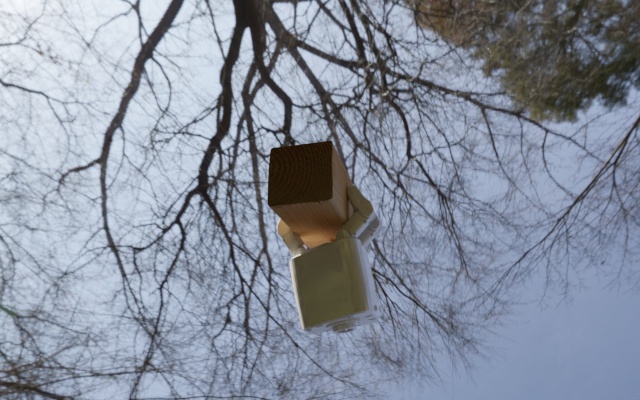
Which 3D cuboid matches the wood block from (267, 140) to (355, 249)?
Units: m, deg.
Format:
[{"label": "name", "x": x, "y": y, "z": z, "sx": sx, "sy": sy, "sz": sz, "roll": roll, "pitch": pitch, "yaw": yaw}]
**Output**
[{"label": "wood block", "x": 0.000, "y": 0.003, "z": 0.718, "sx": 0.091, "sy": 0.090, "sz": 0.206, "roll": -6, "pitch": -24, "yaw": 14}]
